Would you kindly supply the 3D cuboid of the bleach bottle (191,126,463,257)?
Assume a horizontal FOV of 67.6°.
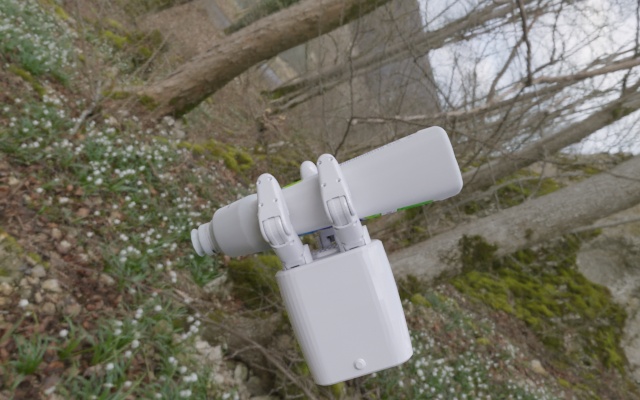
[{"bbox_3d":[0.000,0.001,0.458,0.251,0.068,0.102,-18,-1,6],"label":"bleach bottle"}]
